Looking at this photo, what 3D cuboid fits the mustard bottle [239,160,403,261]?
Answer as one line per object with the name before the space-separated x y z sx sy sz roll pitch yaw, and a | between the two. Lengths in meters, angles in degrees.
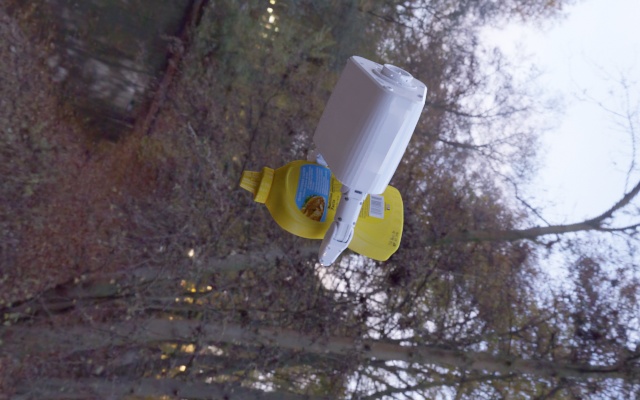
mustard bottle | 0.000 0.002 0.559 0.191 0.096 0.058 17 -37 -13
